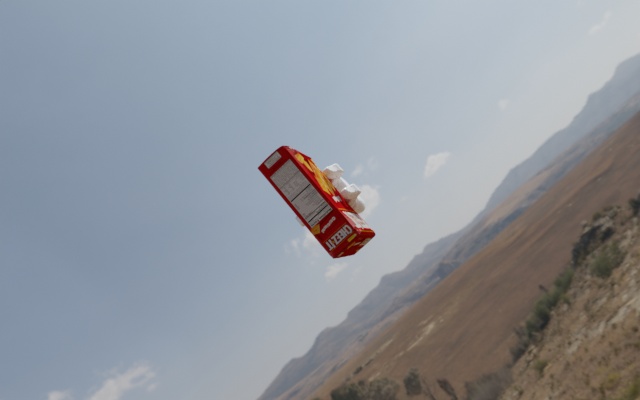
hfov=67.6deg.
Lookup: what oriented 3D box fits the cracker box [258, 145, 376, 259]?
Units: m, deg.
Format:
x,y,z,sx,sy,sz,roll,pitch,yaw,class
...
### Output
x,y,z,sx,sy,sz,roll,pitch,yaw,class
0.000,0.003,0.888,0.072,0.213,0.164,-43,-14,10,cracker box
